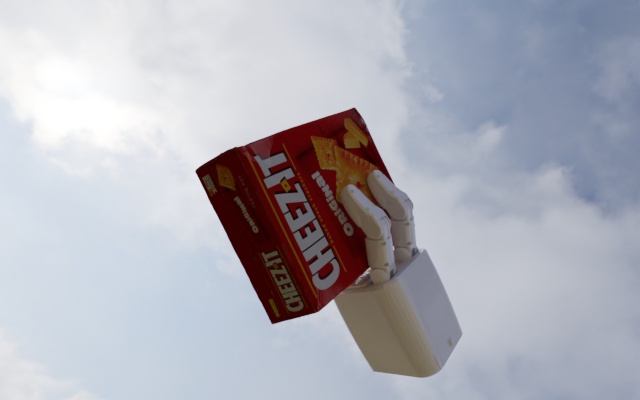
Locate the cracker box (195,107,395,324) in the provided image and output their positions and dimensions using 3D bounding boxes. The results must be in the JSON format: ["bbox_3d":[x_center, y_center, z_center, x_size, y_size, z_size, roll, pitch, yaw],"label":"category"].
[{"bbox_3d":[0.000,0.002,0.505,0.072,0.164,0.213,-24,4,39],"label":"cracker box"}]
